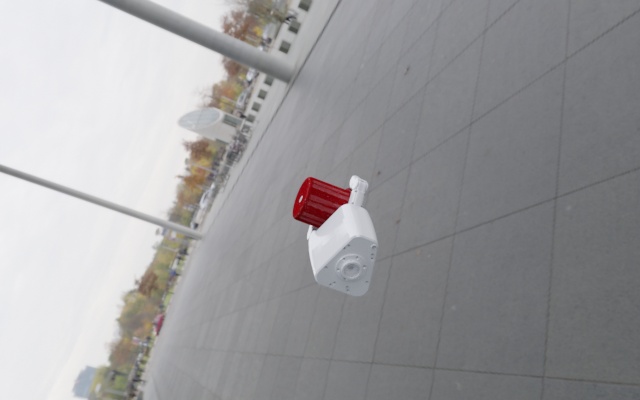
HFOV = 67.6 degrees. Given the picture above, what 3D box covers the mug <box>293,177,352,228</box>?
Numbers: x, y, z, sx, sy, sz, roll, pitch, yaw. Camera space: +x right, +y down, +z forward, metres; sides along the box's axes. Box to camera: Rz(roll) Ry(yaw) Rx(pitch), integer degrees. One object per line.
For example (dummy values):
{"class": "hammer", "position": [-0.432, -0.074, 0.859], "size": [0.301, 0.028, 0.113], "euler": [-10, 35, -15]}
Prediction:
{"class": "mug", "position": [0.000, 0.002, 0.865], "size": [0.081, 0.093, 0.117], "euler": [20, 21, -14]}
